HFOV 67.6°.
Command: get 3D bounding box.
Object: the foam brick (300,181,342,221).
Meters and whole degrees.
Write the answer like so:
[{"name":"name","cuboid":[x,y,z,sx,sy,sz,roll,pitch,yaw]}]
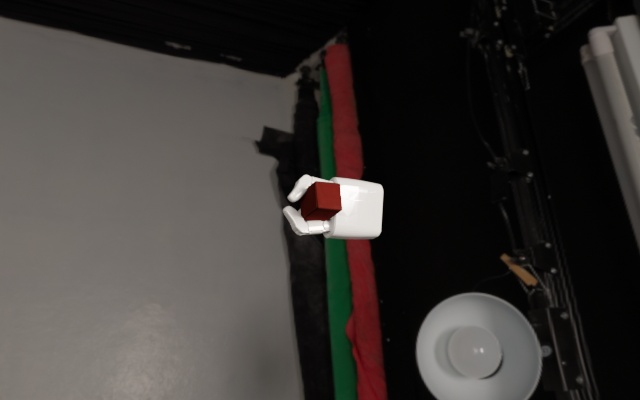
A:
[{"name":"foam brick","cuboid":[0.000,0.003,0.879,0.051,0.053,0.078,5,-20,-23]}]
